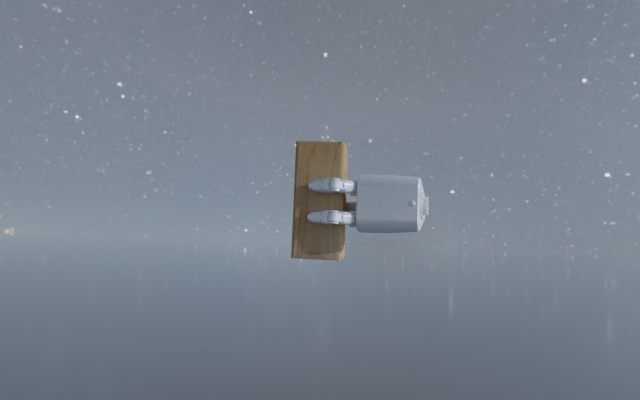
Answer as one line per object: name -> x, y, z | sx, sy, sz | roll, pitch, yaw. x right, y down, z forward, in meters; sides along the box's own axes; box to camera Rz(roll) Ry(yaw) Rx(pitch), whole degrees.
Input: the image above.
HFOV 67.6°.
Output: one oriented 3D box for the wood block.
wood block -> 0.001, 0.003, 0.872 | 0.090, 0.206, 0.091 | 2, -5, 7
